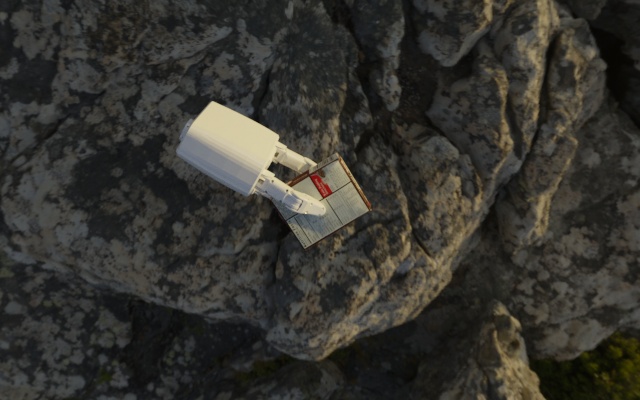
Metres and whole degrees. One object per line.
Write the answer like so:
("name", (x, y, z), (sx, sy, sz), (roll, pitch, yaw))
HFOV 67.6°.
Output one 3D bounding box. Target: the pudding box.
("pudding box", (0.000, 0.002, 0.659), (0.113, 0.090, 0.039), (-31, 14, 8))
